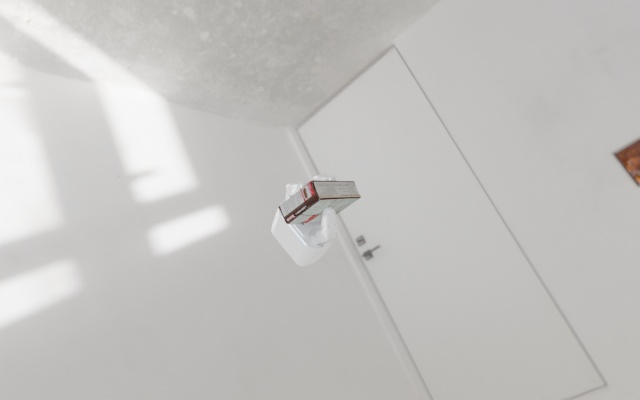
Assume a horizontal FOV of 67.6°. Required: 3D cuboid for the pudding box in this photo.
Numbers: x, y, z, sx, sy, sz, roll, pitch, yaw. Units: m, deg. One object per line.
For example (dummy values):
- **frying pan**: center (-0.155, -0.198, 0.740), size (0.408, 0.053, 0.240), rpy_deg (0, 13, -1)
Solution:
- **pudding box**: center (0.000, 0.003, 0.809), size (0.090, 0.039, 0.113), rpy_deg (-38, -21, 35)
